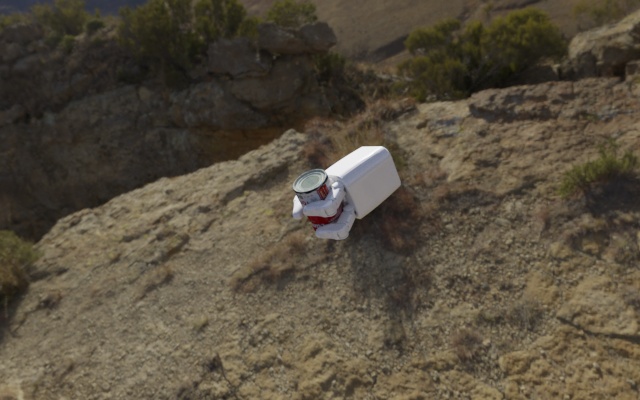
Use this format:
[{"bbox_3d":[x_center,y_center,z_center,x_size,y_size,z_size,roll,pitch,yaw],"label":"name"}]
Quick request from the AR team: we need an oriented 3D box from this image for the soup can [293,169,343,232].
[{"bbox_3d":[0.000,0.003,0.863,0.068,0.102,0.068,-18,34,13],"label":"soup can"}]
